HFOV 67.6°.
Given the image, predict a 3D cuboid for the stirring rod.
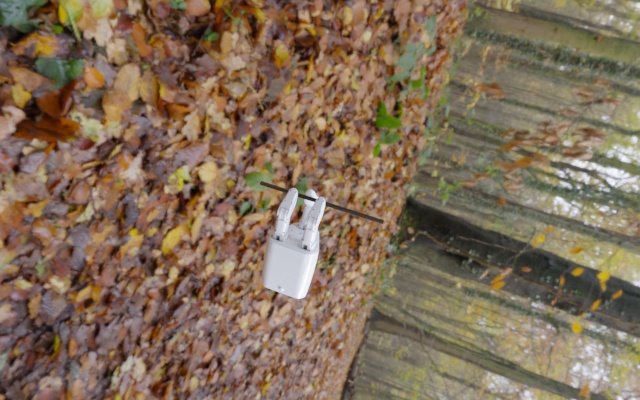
[{"bbox_3d":[0.000,0.003,0.878,0.239,0.011,0.011,18,3,11],"label":"stirring rod"}]
